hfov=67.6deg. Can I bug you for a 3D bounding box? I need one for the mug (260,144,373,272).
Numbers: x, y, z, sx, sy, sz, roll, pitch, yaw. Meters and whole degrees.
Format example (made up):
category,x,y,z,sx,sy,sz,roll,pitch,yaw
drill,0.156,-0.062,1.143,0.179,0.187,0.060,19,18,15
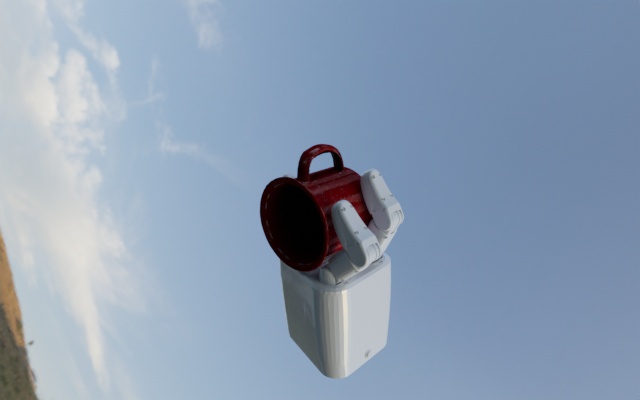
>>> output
category,x,y,z,sx,sy,sz,roll,pitch,yaw
mug,0.000,0.000,0.469,0.093,0.117,0.081,17,27,40
